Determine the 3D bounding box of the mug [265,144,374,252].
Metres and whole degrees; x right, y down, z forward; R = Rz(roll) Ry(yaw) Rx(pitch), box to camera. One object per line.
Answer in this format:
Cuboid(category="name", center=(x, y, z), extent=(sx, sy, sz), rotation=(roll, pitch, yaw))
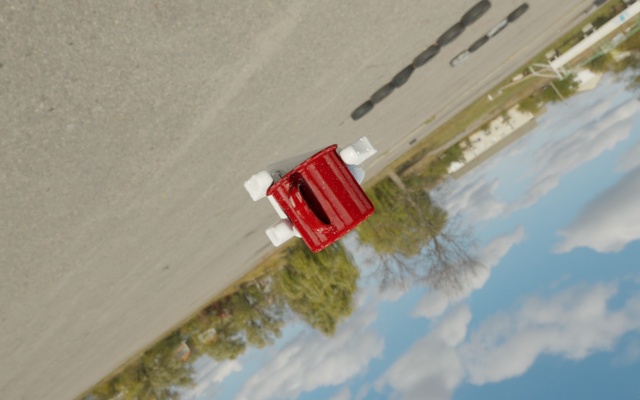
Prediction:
Cuboid(category="mug", center=(0.000, 0.002, 0.491), extent=(0.093, 0.081, 0.117), rotation=(-36, -2, 15))
